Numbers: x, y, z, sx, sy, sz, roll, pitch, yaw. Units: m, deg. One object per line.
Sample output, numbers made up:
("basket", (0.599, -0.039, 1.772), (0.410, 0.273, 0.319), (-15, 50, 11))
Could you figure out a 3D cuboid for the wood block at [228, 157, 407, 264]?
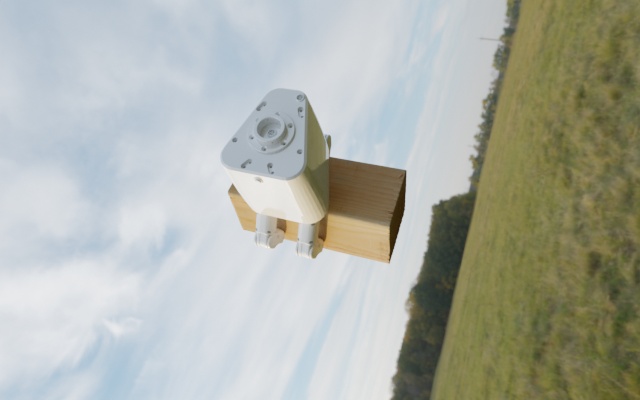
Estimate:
("wood block", (0.000, 0.002, 0.621), (0.206, 0.090, 0.090), (12, -35, 17))
